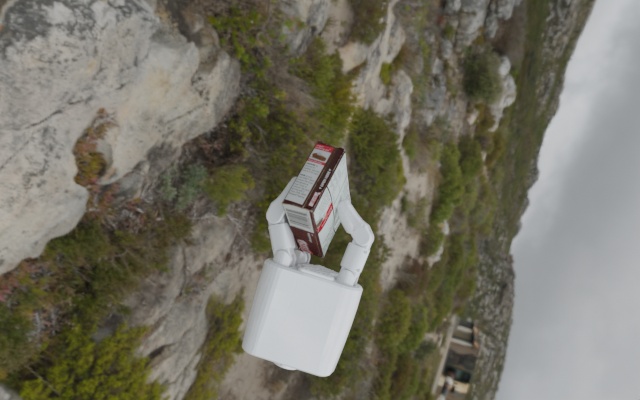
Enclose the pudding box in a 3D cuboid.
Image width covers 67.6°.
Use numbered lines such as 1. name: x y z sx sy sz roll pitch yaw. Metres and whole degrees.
1. pudding box: 0.000 0.002 0.552 0.039 0.090 0.114 19 -28 17
